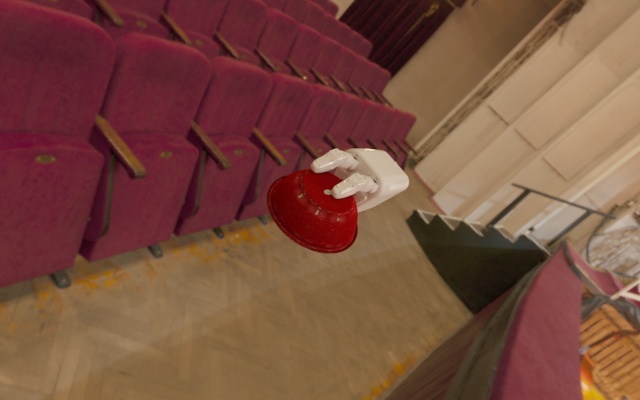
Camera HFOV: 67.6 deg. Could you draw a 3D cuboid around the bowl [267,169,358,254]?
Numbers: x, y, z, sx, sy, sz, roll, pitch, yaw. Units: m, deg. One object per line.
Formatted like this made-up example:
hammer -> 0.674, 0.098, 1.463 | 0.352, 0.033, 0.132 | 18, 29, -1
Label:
bowl -> 0.000, 0.003, 0.746 | 0.162, 0.162, 0.055 | 0, -40, -35
